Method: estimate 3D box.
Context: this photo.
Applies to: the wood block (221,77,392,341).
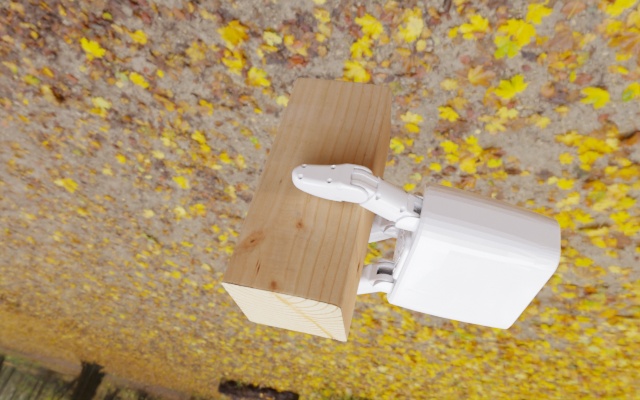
[{"bbox_3d":[0.000,0.001,0.417,0.090,0.206,0.091,9,-30,12],"label":"wood block"}]
